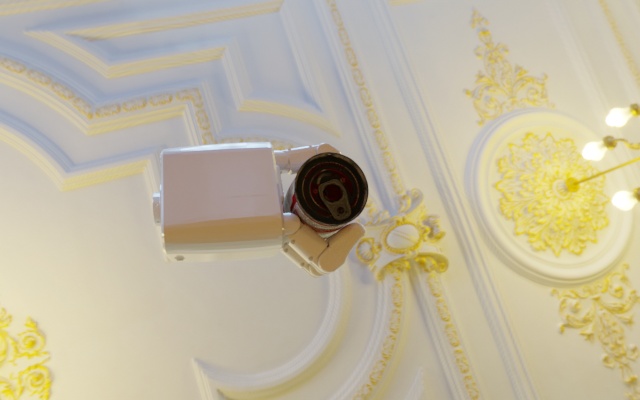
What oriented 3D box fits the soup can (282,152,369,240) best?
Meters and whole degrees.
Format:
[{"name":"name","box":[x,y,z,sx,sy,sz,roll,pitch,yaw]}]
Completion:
[{"name":"soup can","box":[0.000,0.001,0.471,0.068,0.068,0.102,0,-14,-12]}]
